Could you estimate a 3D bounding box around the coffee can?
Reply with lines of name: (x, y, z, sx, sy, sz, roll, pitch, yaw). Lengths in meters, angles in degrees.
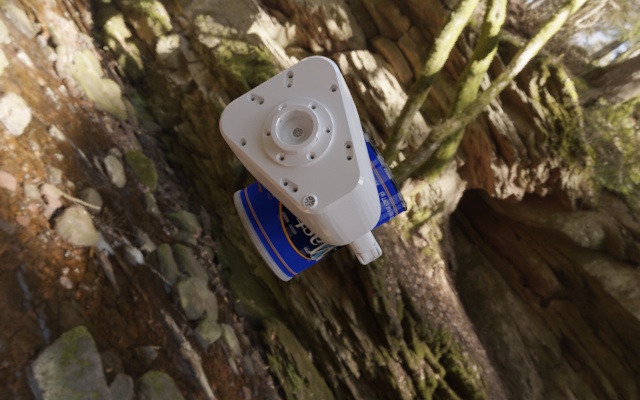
coffee can: (0.000, 0.002, 0.479, 0.140, 0.103, 0.103, -30, -1, 2)
